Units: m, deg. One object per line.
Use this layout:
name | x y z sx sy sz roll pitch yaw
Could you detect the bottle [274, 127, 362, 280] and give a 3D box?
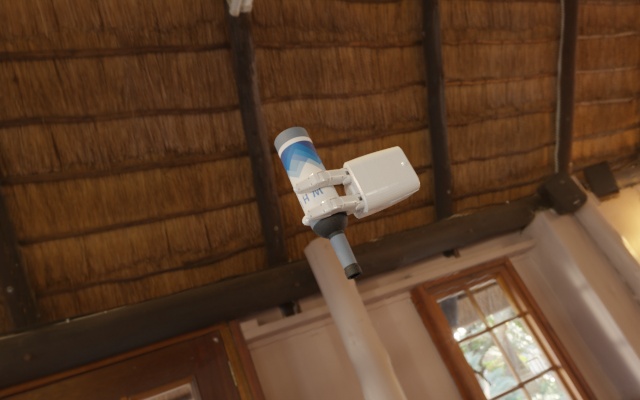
bottle | 0.000 0.003 0.843 0.069 0.295 0.069 -20 -25 -10
